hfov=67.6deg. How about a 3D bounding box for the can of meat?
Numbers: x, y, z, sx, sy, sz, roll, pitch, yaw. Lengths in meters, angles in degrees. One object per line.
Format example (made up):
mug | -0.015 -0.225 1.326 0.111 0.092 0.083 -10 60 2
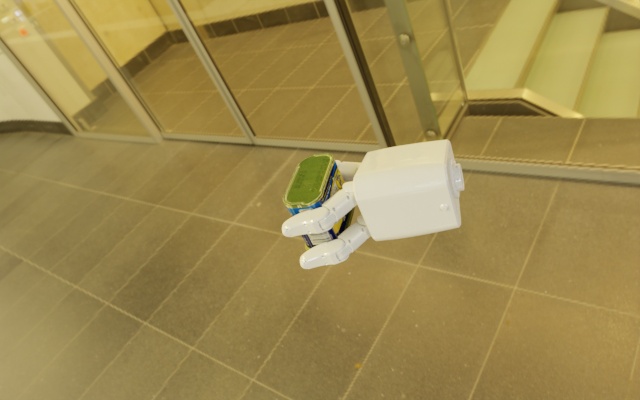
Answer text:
can of meat | 0.000 0.002 0.609 0.057 0.084 0.102 -6 41 24
